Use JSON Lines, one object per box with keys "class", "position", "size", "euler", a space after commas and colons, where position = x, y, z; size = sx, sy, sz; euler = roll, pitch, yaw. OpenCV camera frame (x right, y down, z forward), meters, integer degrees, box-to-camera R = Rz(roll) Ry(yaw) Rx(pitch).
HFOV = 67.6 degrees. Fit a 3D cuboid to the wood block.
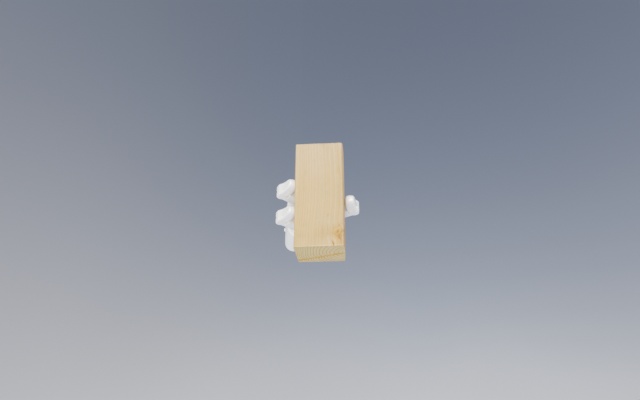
{"class": "wood block", "position": [0.000, 0.003, 0.899], "size": [0.091, 0.206, 0.090], "euler": [-2, -24, 3]}
